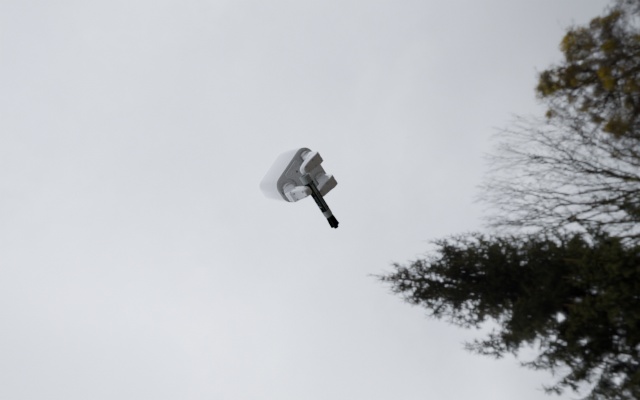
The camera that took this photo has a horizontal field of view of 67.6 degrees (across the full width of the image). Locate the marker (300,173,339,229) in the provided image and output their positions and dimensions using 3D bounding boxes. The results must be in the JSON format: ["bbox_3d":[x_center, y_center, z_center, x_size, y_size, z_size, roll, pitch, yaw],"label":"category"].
[{"bbox_3d":[0.000,0.003,0.891,0.020,0.121,0.020,-29,18,10],"label":"marker"}]
